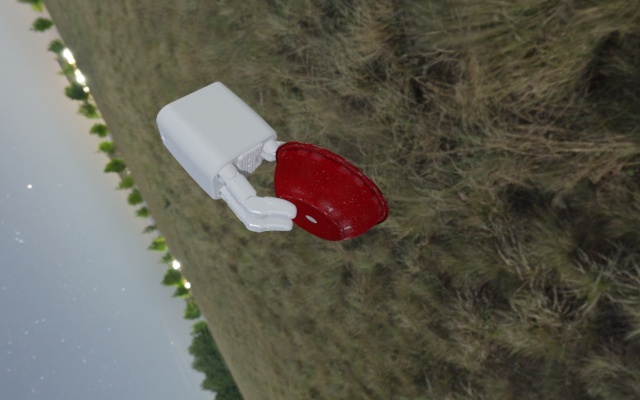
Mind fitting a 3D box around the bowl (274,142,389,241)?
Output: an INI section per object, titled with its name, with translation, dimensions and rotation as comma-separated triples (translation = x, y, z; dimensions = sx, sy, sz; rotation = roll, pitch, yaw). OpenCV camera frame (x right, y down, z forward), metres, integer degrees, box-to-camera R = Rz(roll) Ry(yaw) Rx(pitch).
[bowl]
translation = 0.001, 0.003, 0.585
dimensions = 0.162, 0.055, 0.162
rotation = 27, -23, 12
